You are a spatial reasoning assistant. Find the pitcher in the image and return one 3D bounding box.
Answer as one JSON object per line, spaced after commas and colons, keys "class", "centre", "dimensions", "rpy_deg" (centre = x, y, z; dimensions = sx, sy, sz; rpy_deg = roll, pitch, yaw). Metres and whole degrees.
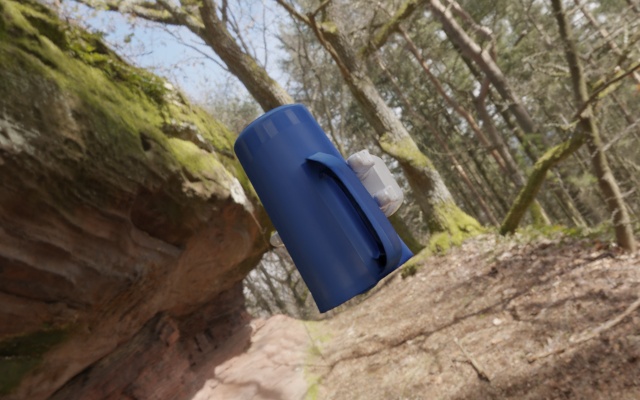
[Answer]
{"class": "pitcher", "centre": [0.000, 0.002, 0.585], "dimensions": [0.149, 0.243, 0.145], "rpy_deg": [-34, -7, 20]}
